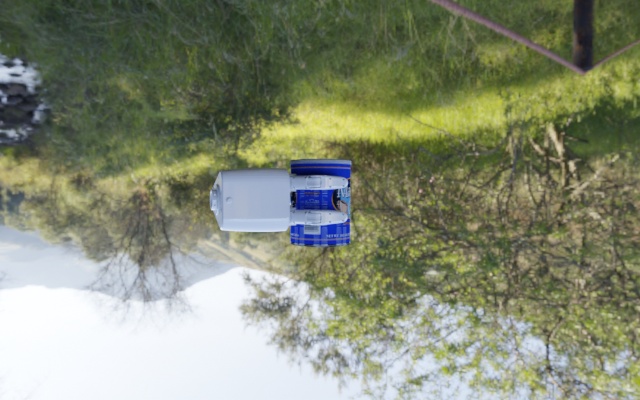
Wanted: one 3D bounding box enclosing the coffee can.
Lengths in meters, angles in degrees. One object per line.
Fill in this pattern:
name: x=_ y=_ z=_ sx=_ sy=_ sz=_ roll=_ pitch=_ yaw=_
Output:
coffee can: x=0.000 y=0.002 z=0.804 sx=0.103 sy=0.140 sz=0.103 roll=0 pitch=2 yaw=0
